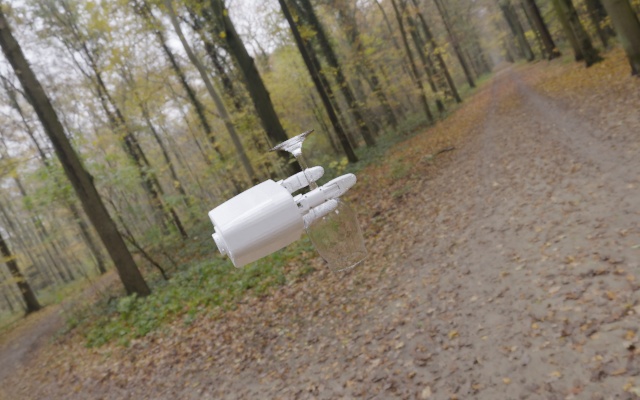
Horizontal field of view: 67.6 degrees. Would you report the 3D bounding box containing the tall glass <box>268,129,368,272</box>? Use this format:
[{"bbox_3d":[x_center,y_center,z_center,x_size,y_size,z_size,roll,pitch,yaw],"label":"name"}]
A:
[{"bbox_3d":[0.000,0.002,0.702,0.079,0.201,0.079,-26,6,3],"label":"tall glass"}]
